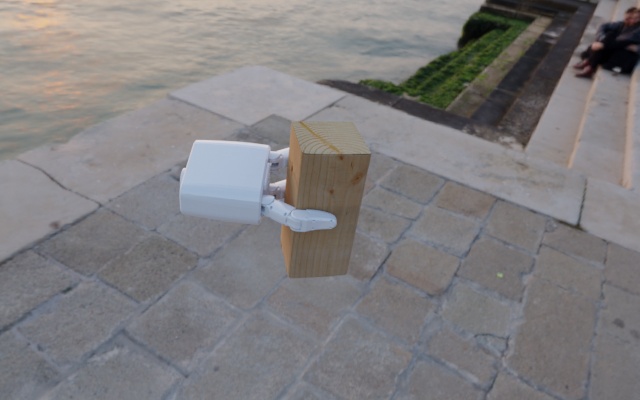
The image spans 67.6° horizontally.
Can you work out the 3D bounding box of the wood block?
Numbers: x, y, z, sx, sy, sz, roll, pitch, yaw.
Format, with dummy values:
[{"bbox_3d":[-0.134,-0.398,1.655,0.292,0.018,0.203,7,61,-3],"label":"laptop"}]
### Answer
[{"bbox_3d":[0.000,0.002,0.671,0.090,0.206,0.090,-1,36,-13],"label":"wood block"}]
